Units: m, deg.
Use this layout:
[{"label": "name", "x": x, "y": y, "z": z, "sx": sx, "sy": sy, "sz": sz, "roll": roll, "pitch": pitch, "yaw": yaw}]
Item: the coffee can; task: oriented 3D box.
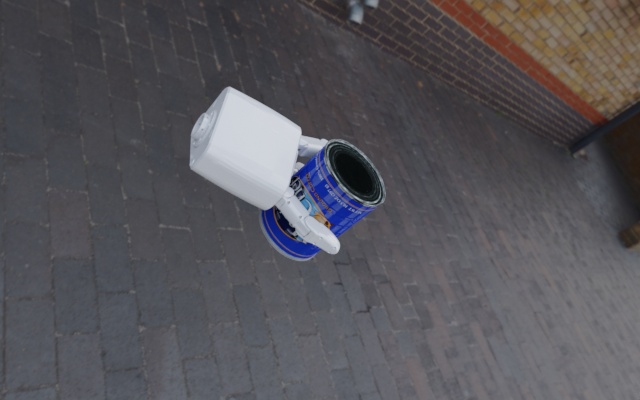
[{"label": "coffee can", "x": 0.000, "y": 0.002, "z": 0.629, "sx": 0.103, "sy": 0.102, "sz": 0.140, "roll": 0, "pitch": -33, "yaw": -49}]
